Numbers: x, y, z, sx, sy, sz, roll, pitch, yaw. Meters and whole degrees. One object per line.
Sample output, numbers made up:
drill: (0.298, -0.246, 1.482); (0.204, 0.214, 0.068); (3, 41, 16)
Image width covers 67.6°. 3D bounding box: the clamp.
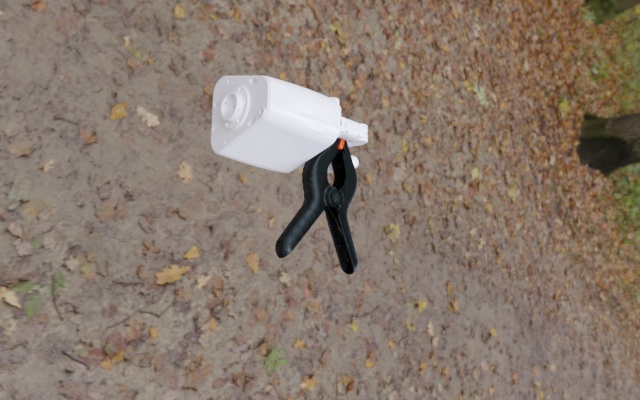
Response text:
clamp: (0.001, 0.002, 0.576); (0.039, 0.171, 0.120); (-9, -14, 43)
